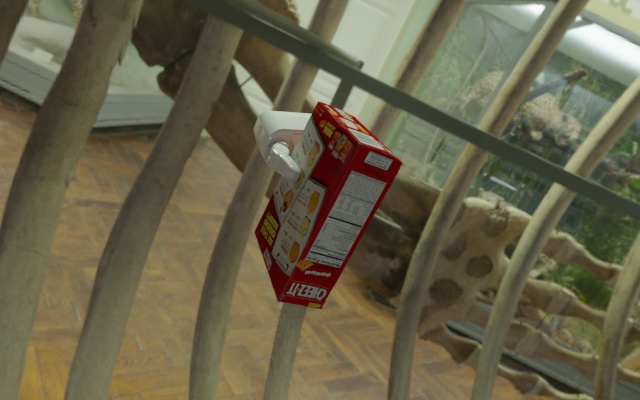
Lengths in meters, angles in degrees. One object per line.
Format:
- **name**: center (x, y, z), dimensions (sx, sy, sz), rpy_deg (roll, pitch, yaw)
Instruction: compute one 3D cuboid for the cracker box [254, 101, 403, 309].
- **cracker box**: center (0.000, 0.002, 0.608), dimensions (0.072, 0.214, 0.164), rpy_deg (18, 20, -26)
